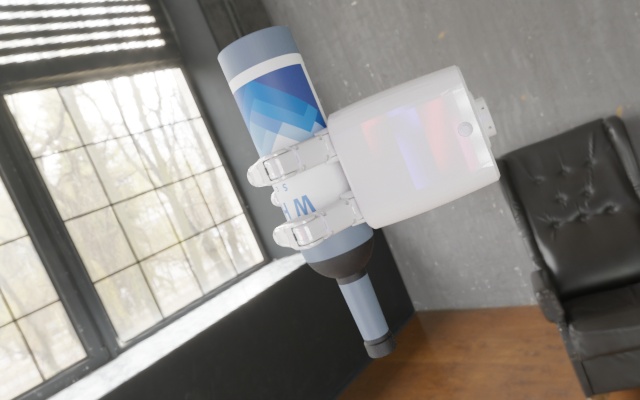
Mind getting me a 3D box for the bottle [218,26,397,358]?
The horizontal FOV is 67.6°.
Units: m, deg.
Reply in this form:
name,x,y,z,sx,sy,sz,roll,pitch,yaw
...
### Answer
name,x,y,z,sx,sy,sz,roll,pitch,yaw
bottle,0.000,0.001,0.421,0.069,0.296,0.069,-23,5,2
